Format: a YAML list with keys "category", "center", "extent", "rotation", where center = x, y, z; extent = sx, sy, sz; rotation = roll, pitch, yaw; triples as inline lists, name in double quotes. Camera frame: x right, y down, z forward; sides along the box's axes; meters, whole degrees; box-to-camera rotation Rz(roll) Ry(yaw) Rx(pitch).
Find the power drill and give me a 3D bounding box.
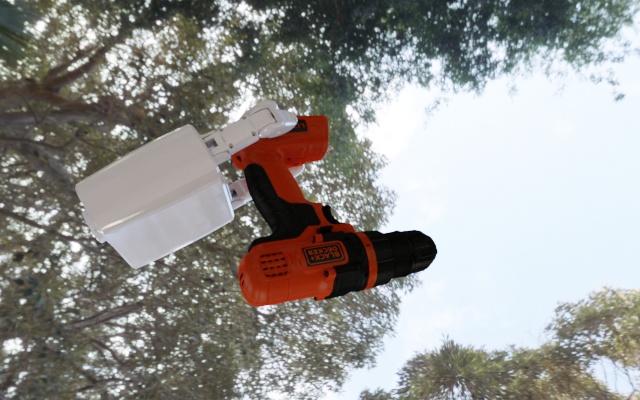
- category: "power drill"
  center: [0.000, 0.001, 0.451]
  extent: [0.184, 0.187, 0.057]
  rotation: [-6, -37, -23]
